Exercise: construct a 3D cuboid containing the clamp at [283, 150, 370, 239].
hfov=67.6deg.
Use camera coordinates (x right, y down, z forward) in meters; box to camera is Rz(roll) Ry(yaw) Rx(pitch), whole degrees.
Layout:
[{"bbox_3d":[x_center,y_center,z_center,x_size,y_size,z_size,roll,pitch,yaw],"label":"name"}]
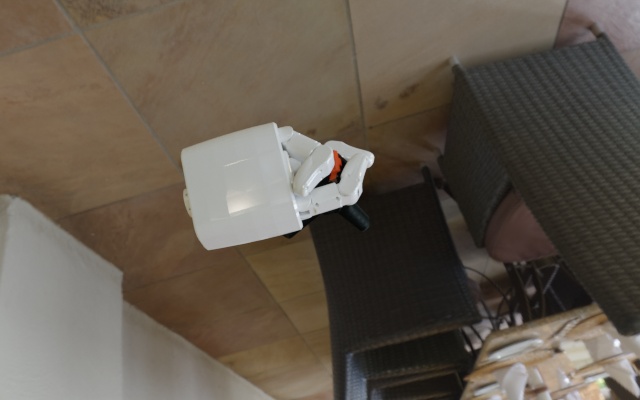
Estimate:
[{"bbox_3d":[0.000,0.002,0.589,0.120,0.039,0.172,-15,-33,-2],"label":"clamp"}]
